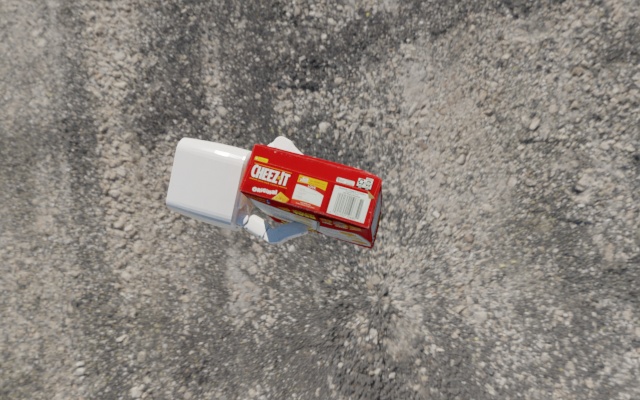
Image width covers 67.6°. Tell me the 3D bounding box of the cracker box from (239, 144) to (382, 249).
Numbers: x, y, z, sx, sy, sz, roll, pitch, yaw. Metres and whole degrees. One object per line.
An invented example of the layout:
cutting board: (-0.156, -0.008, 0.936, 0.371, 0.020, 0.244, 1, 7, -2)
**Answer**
cracker box: (0.000, 0.002, 0.659, 0.164, 0.072, 0.214, 16, -9, 10)
